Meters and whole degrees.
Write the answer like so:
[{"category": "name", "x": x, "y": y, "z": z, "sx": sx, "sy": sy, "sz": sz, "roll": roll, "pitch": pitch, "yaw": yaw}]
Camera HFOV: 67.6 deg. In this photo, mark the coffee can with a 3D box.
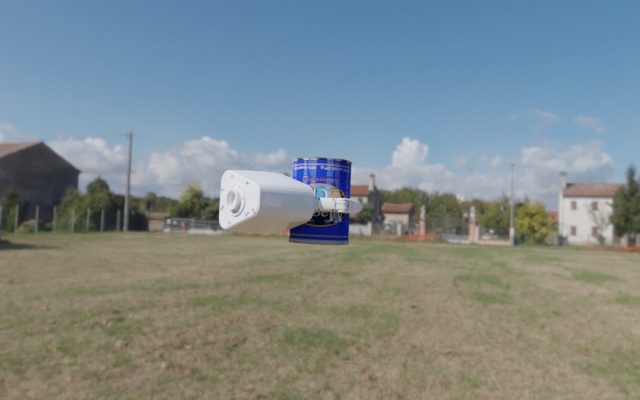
[{"category": "coffee can", "x": 0.000, "y": 0.003, "z": 0.812, "sx": 0.103, "sy": 0.140, "sz": 0.103, "roll": 3, "pitch": -3, "yaw": 0}]
